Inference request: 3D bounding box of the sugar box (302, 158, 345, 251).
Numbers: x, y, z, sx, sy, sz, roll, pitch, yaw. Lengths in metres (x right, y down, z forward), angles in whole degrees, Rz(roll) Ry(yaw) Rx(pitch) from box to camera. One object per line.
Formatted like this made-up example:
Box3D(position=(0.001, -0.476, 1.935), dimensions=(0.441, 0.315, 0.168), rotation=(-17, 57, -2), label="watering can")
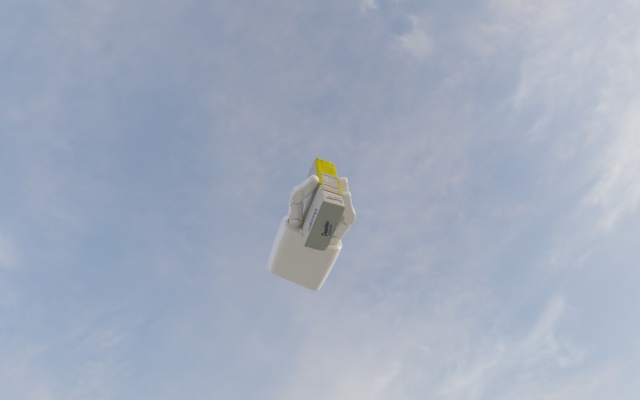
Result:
Box3D(position=(0.001, 0.003, 0.847), dimensions=(0.048, 0.093, 0.176), rotation=(16, 27, -15), label="sugar box")
